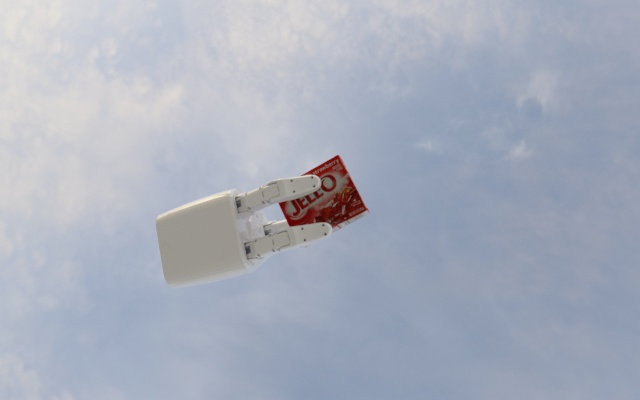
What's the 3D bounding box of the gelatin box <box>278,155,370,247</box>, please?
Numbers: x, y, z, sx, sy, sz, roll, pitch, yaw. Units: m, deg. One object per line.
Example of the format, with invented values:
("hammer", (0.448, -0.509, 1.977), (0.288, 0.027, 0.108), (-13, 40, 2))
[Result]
("gelatin box", (0.000, 0.002, 0.547), (0.089, 0.073, 0.030), (-28, -14, 6))
